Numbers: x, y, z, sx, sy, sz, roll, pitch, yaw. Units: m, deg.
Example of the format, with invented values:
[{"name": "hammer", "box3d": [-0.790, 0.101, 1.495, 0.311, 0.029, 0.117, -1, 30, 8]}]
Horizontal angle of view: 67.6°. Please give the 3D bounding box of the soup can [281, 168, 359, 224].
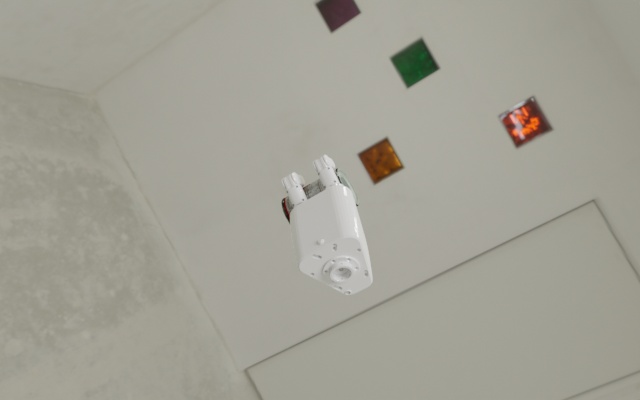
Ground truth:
[{"name": "soup can", "box3d": [0.000, 0.002, 0.738, 0.102, 0.068, 0.068, -29, -8, 15]}]
